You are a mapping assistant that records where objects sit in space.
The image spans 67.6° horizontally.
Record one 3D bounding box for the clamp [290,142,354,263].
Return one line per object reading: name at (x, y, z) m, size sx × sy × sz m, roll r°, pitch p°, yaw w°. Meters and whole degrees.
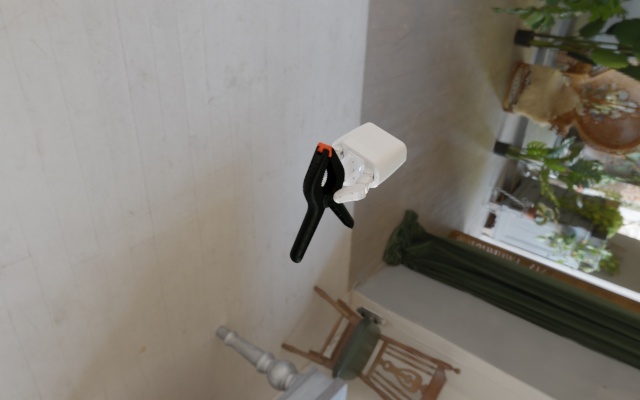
clamp at (0.001, 0.002, 0.838) m, size 0.036 × 0.210 × 0.164 m, roll 24°, pitch 44°, yaw 34°
